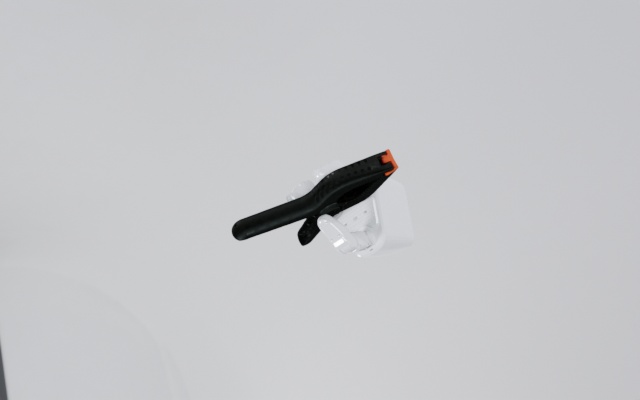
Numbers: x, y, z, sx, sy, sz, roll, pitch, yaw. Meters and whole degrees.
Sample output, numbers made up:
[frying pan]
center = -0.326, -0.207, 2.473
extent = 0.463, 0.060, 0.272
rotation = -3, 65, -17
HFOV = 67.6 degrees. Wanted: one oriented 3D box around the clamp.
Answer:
[clamp]
center = 0.001, 0.002, 0.601
extent = 0.210, 0.036, 0.164
rotation = -36, -22, 28
